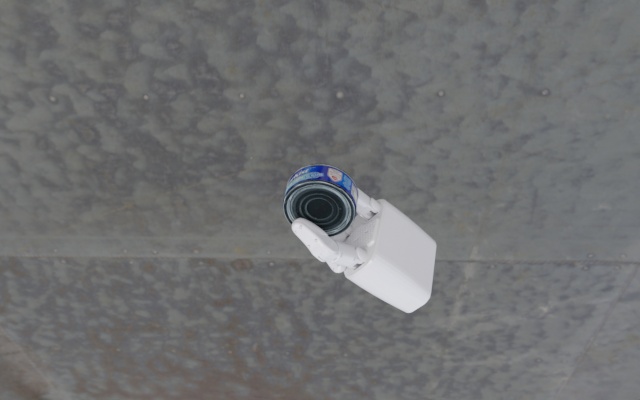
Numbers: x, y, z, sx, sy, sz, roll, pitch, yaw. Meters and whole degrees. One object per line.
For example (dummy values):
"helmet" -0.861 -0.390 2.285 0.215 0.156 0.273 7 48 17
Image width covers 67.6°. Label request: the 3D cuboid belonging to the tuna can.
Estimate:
"tuna can" 0.000 0.002 0.550 0.086 0.086 0.033 0 38 9
